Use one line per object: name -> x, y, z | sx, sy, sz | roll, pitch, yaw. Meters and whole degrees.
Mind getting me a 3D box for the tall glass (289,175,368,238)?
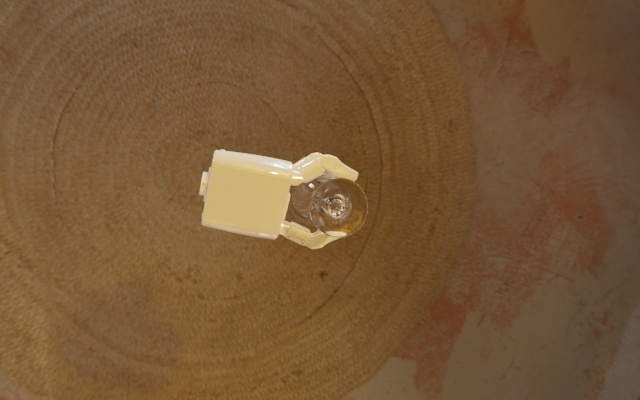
tall glass -> 0.000, 0.002, 0.680 | 0.079, 0.079, 0.201 | 0, 4, -13
